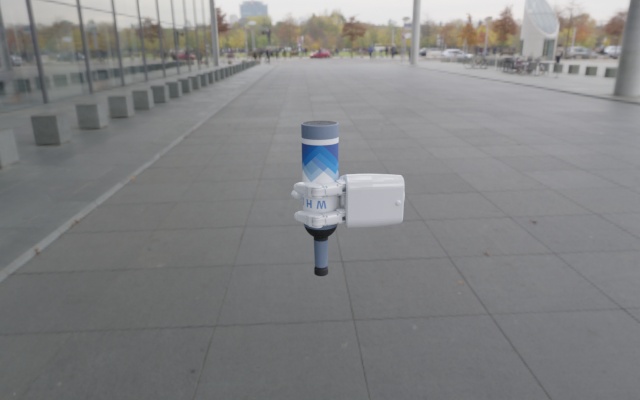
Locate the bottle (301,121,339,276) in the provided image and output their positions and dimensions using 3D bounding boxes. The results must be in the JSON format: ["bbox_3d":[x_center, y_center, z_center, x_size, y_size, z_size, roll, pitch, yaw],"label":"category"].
[{"bbox_3d":[0.000,0.003,0.892,0.069,0.296,0.069,0,18,0],"label":"bottle"}]
